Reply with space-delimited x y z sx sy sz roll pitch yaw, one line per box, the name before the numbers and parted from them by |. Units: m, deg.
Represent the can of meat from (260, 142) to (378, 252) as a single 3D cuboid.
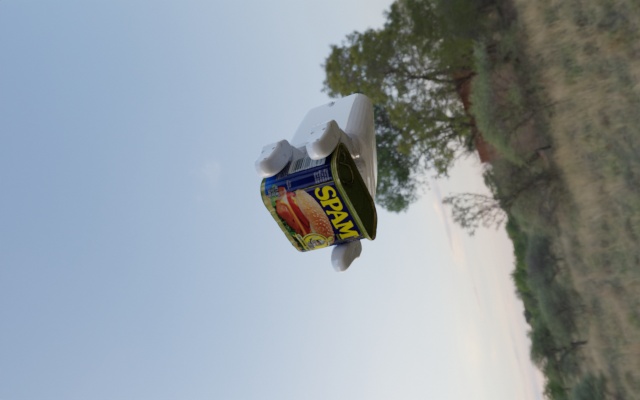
can of meat | 0.000 0.002 0.481 0.084 0.102 0.057 -15 36 22
